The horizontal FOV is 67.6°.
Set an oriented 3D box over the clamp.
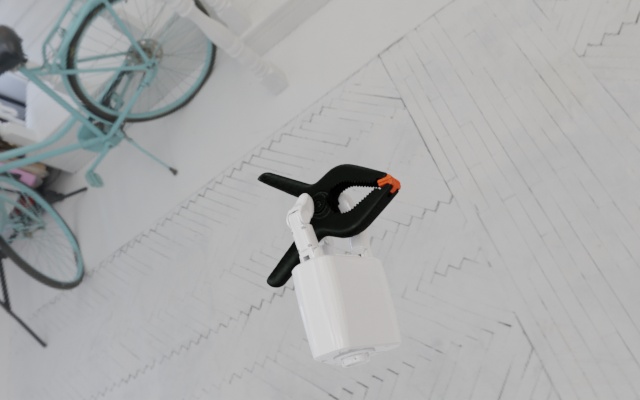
[{"bbox_3d":[0.000,0.002,0.615,0.210,0.164,0.036,-28,-28,25],"label":"clamp"}]
